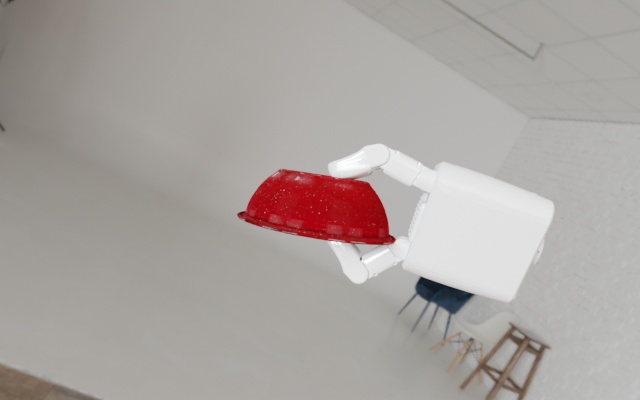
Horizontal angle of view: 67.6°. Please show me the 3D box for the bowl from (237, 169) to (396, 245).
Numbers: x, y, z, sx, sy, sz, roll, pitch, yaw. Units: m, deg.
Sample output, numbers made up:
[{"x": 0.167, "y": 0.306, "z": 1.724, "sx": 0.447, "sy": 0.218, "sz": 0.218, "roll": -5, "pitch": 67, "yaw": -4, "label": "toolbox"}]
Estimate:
[{"x": -0.001, "y": 0.001, "z": 0.483, "sx": 0.162, "sy": 0.055, "sz": 0.162, "roll": 9, "pitch": 4, "yaw": -1, "label": "bowl"}]
